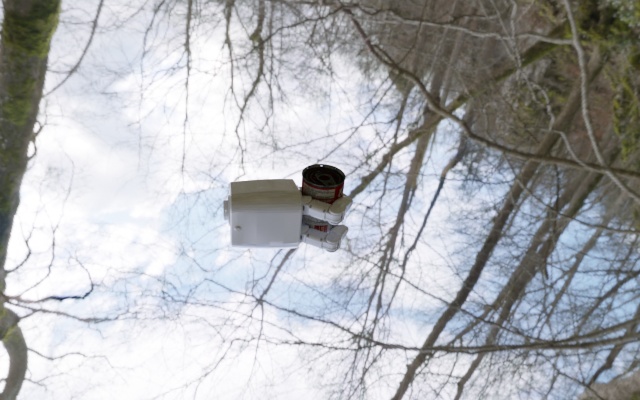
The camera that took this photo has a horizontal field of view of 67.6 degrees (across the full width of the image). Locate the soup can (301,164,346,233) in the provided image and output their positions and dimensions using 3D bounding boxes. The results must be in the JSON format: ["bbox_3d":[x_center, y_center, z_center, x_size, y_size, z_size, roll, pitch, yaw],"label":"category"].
[{"bbox_3d":[0.001,0.003,0.757,0.068,0.102,0.068,5,33,-3],"label":"soup can"}]
